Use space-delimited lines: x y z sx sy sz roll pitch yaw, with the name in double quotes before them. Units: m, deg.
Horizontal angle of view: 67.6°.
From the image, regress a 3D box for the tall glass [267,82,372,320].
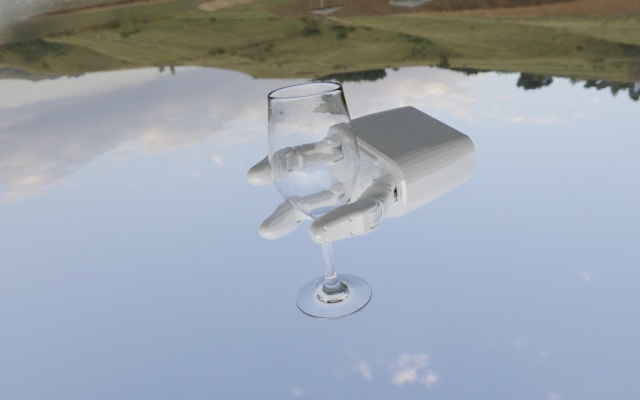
"tall glass" 0.000 0.002 0.424 0.079 0.201 0.079 -7 23 3
